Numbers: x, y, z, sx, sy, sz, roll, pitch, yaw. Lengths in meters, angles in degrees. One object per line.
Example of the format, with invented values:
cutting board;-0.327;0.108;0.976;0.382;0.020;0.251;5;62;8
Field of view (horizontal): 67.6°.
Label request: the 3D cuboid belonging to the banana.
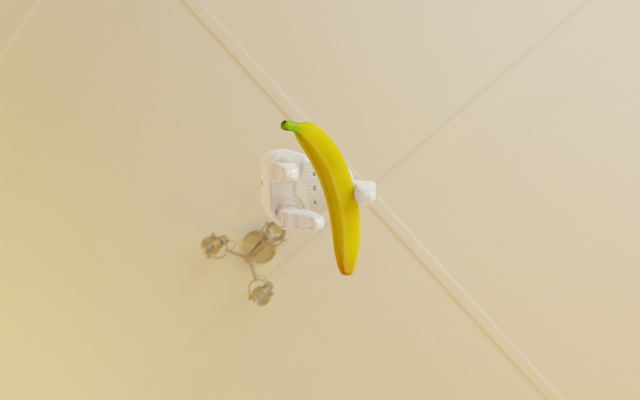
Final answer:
banana;0.011;-0.010;0.550;0.069;0.198;0.037;-37;23;-35
